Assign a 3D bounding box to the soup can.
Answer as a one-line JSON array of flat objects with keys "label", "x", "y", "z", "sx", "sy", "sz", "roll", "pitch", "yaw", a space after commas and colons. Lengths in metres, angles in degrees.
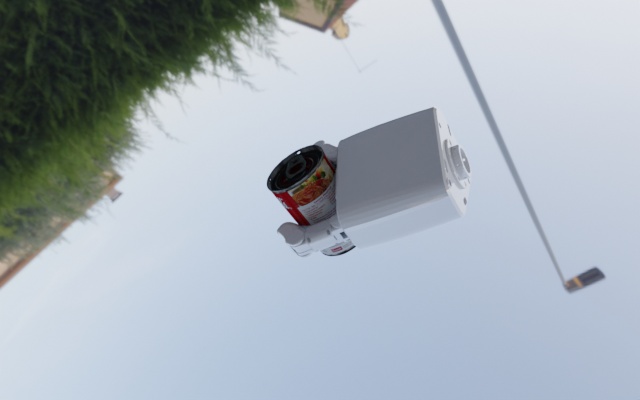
[{"label": "soup can", "x": 0.000, "y": 0.002, "z": 0.503, "sx": 0.068, "sy": 0.068, "sz": 0.102, "roll": 0, "pitch": -44, "yaw": 47}]
